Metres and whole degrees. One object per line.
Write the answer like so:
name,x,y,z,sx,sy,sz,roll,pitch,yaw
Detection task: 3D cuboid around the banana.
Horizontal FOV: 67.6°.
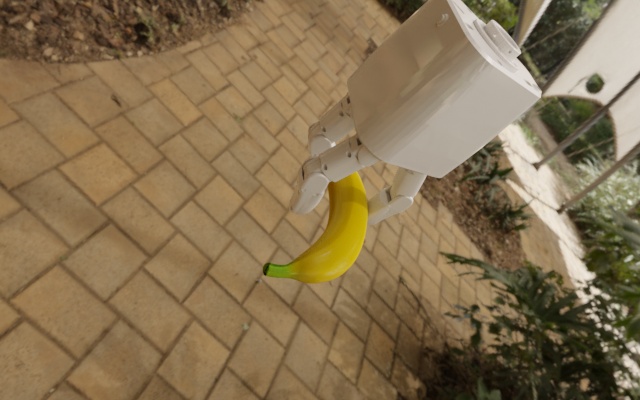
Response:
banana,0.014,0.015,0.451,0.037,0.069,0.197,-45,11,36
